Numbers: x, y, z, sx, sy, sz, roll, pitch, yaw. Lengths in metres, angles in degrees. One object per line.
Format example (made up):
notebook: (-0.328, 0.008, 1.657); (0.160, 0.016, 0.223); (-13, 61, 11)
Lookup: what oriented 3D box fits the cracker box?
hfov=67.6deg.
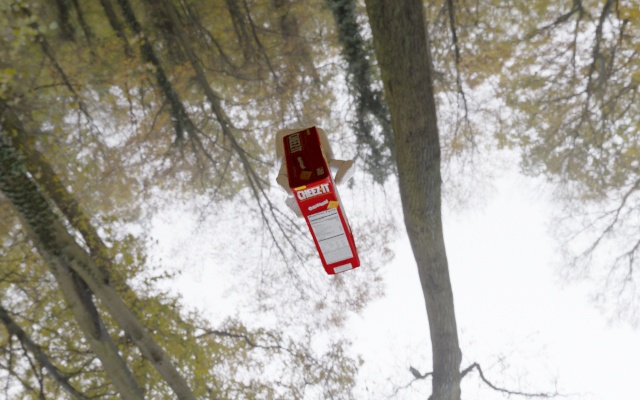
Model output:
cracker box: (0.000, 0.003, 0.851); (0.072, 0.214, 0.164); (-18, 38, 4)
